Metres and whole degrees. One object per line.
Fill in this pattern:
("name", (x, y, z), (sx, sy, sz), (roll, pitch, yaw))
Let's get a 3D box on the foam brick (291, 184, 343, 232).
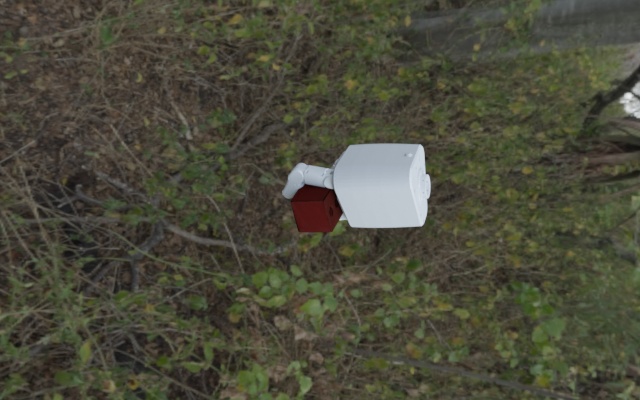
("foam brick", (0.000, 0.002, 0.672), (0.051, 0.053, 0.078), (1, 33, 24))
